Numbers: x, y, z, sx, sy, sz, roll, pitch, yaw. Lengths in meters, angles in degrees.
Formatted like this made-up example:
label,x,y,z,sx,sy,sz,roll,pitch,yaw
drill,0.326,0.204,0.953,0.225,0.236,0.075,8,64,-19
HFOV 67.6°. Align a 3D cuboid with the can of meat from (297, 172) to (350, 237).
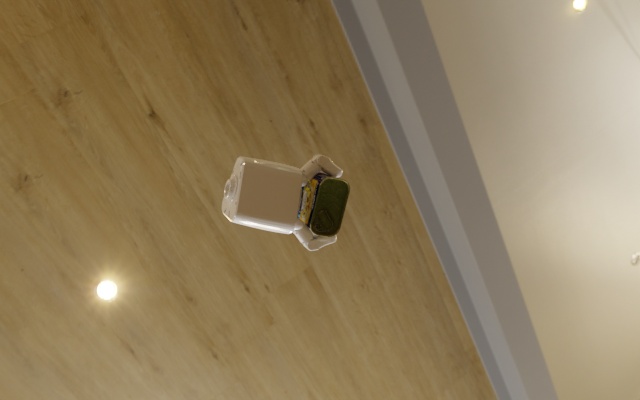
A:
label,x,y,z,sx,sy,sz,roll,pitch,yaw
can of meat,0.000,0.003,0.838,0.057,0.102,0.084,10,9,-26
